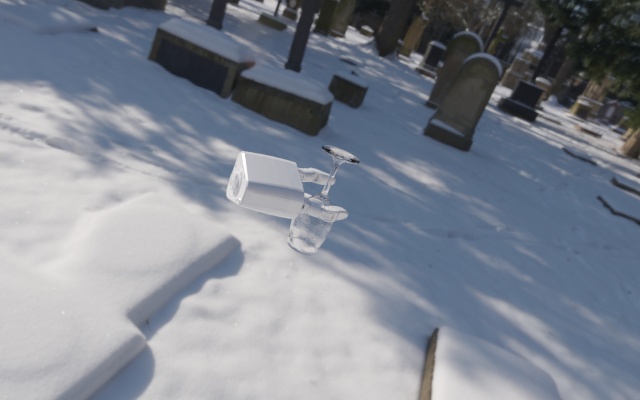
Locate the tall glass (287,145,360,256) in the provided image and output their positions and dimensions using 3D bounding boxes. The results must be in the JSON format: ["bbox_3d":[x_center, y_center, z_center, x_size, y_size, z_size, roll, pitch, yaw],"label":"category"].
[{"bbox_3d":[0.001,0.002,0.894,0.079,0.201,0.079,20,19,-7],"label":"tall glass"}]
